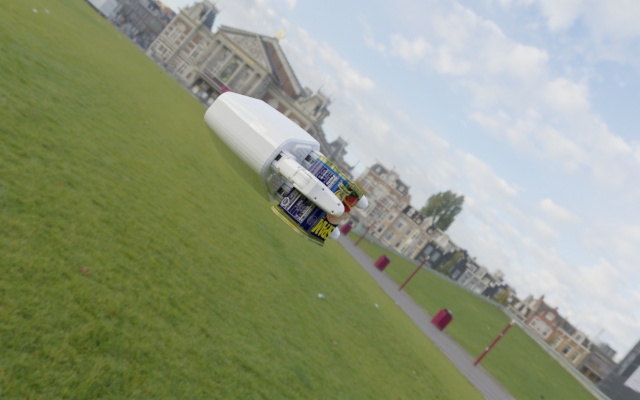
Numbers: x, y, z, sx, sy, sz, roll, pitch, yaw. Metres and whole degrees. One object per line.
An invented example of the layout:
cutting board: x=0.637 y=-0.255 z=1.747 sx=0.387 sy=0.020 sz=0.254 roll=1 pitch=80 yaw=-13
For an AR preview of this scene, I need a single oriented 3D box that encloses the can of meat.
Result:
can of meat: x=0.000 y=0.002 z=0.570 sx=0.057 sy=0.084 sz=0.102 roll=40 pitch=0 yaw=20
